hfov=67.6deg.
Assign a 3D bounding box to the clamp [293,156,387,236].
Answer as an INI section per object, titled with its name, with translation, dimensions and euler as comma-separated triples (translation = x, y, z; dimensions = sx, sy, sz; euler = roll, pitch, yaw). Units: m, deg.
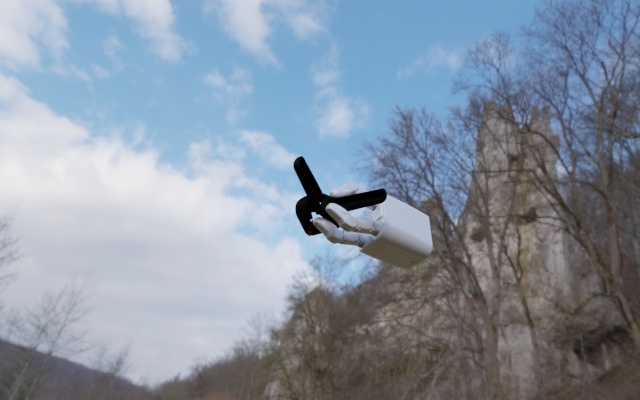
[clamp]
translation = 0.000, 0.002, 0.857
dimensions = 0.164, 0.036, 0.210
euler = 26, -34, -12
